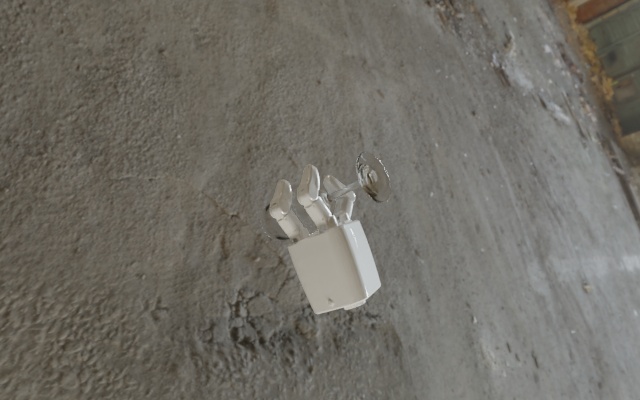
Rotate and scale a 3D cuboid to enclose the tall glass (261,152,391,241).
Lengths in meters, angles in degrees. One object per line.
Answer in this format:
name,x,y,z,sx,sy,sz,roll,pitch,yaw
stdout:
tall glass,0.001,0.002,0.700,0.201,0.079,0.079,-24,-15,37
